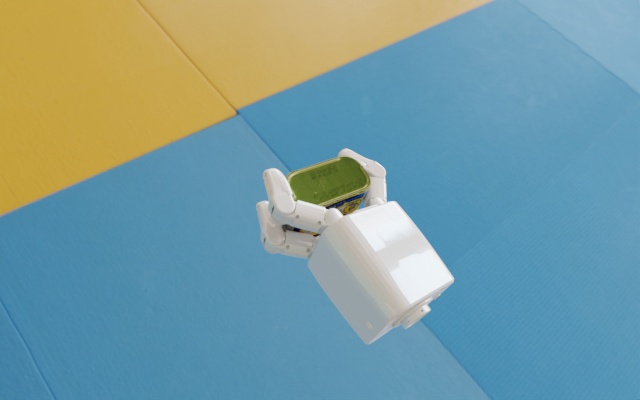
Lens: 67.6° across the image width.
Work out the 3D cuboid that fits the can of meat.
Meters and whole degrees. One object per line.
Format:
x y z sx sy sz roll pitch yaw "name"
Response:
0.000 0.002 0.541 0.102 0.057 0.084 -21 -25 -27 "can of meat"
